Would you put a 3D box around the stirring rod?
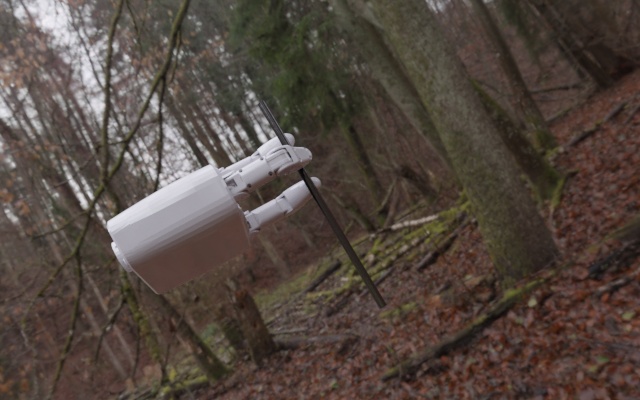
[{"bbox_3d":[0.000,0.002,0.481,0.011,0.239,0.011,-30,-6,-4],"label":"stirring rod"}]
